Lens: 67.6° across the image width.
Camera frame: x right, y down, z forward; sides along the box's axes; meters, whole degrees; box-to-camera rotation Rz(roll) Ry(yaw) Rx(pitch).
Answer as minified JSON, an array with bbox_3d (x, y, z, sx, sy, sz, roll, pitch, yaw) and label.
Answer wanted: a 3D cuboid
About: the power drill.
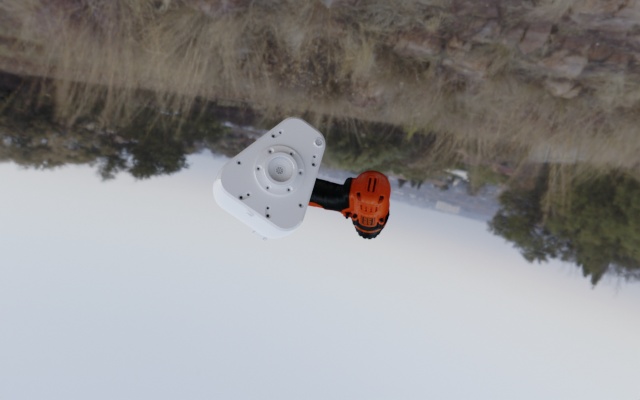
[{"bbox_3d":[0.000,0.002,0.642,0.187,0.057,0.184,7,-21,6],"label":"power drill"}]
